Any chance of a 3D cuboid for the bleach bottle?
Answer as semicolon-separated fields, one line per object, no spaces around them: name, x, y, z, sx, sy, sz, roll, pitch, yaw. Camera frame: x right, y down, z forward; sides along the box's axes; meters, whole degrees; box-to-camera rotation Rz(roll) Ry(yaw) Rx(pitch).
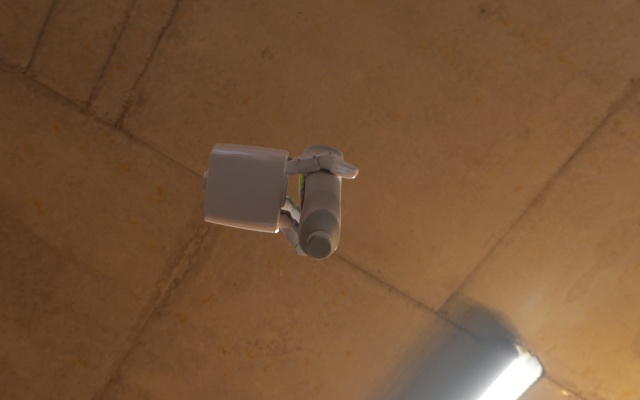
bleach bottle;0.000;0.002;0.675;0.068;0.103;0.250;8;22;-3
